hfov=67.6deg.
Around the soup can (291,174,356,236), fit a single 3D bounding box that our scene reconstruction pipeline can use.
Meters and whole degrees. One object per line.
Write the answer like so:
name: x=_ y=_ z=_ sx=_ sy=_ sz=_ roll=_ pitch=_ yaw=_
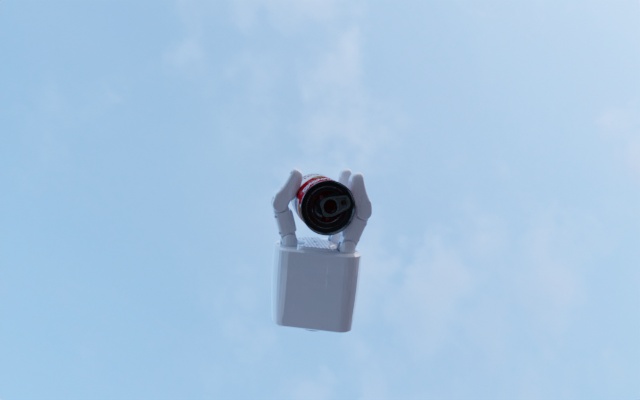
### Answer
soup can: x=0.000 y=0.001 z=0.622 sx=0.068 sy=0.068 sz=0.102 roll=0 pitch=8 yaw=-11
